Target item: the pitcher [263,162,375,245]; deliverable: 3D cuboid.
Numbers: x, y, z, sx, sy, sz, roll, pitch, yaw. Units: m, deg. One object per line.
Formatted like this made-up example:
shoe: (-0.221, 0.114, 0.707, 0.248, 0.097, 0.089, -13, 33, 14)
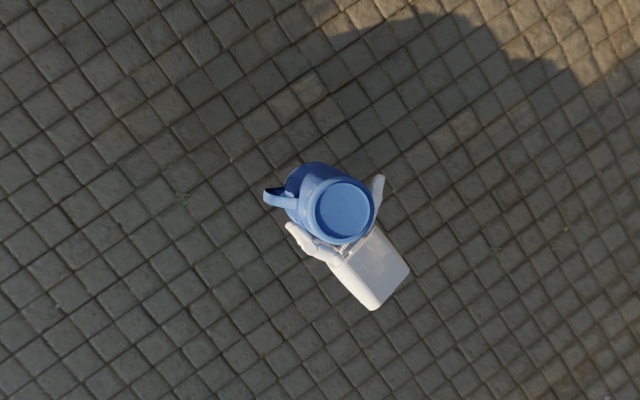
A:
pitcher: (0.000, 0.003, 0.837, 0.149, 0.145, 0.243, -41, 12, -4)
